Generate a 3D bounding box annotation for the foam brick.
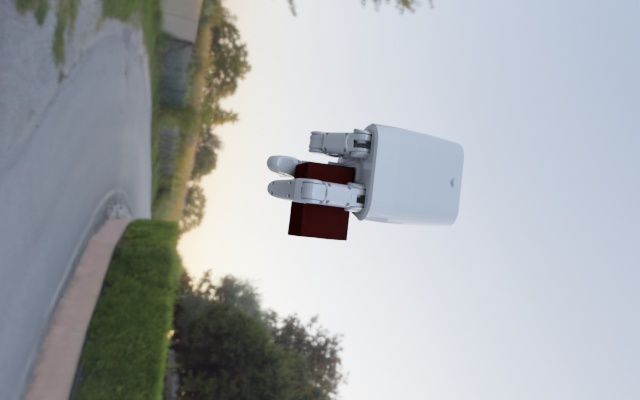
[{"bbox_3d":[0.000,0.002,0.500,0.051,0.078,0.053,7,-2,-18],"label":"foam brick"}]
